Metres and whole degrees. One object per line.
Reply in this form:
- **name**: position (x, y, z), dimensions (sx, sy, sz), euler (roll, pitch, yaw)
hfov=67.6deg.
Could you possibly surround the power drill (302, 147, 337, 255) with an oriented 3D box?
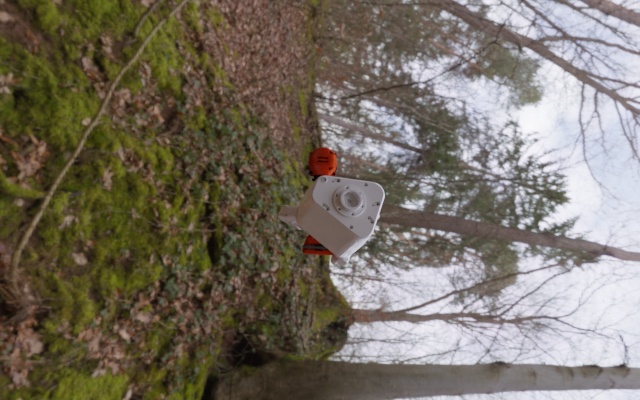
- **power drill**: position (0.000, 0.003, 0.870), dimensions (0.057, 0.187, 0.184), euler (1, -2, 2)
